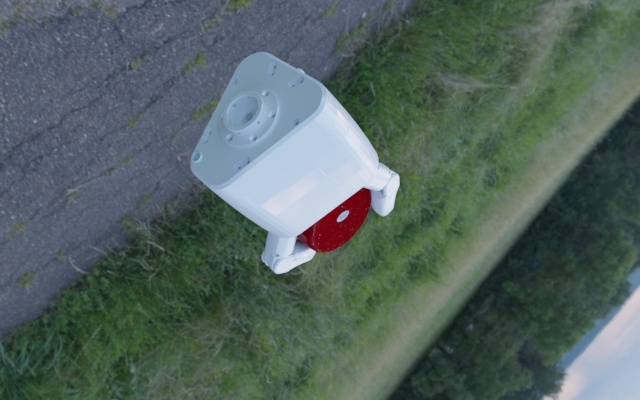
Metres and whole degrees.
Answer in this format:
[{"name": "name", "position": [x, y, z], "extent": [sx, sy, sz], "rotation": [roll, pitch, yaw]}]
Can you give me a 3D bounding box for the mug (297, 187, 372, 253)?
[{"name": "mug", "position": [0.001, 0.002, 0.480], "extent": [0.081, 0.093, 0.117], "rotation": [38, -1, 33]}]
